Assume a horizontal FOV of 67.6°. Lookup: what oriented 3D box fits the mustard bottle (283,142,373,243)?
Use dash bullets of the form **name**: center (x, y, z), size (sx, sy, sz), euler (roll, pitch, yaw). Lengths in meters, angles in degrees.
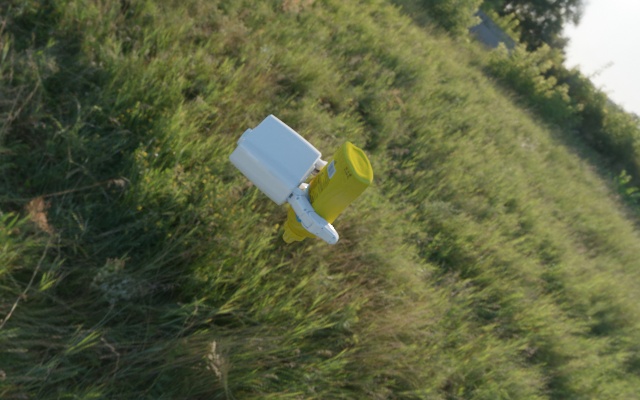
- **mustard bottle**: center (0.001, 0.002, 0.753), size (0.058, 0.192, 0.096), euler (28, 31, -27)
